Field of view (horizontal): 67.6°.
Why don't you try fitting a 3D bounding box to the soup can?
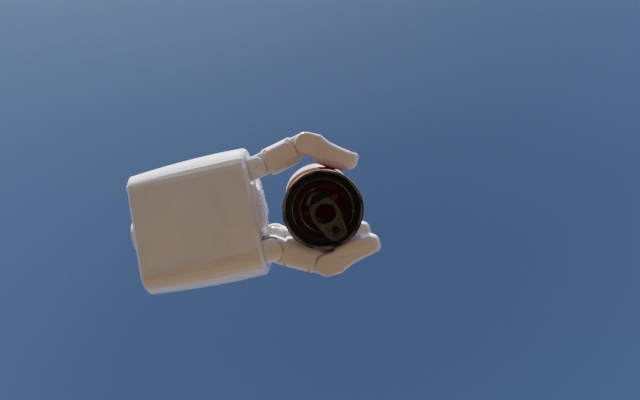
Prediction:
[{"bbox_3d":[0.001,0.001,0.444,0.068,0.068,0.102,0,8,-2],"label":"soup can"}]
